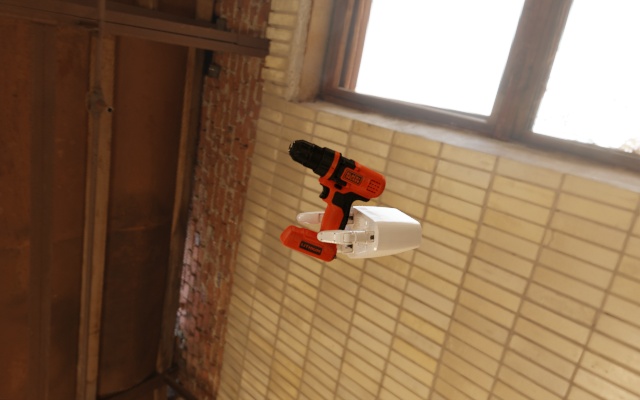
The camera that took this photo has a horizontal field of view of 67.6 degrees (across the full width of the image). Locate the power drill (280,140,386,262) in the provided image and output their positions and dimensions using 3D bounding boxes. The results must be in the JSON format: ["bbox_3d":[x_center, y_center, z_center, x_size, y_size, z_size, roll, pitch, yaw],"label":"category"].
[{"bbox_3d":[0.000,0.003,0.843,0.184,0.188,0.057,24,14,-13],"label":"power drill"}]
